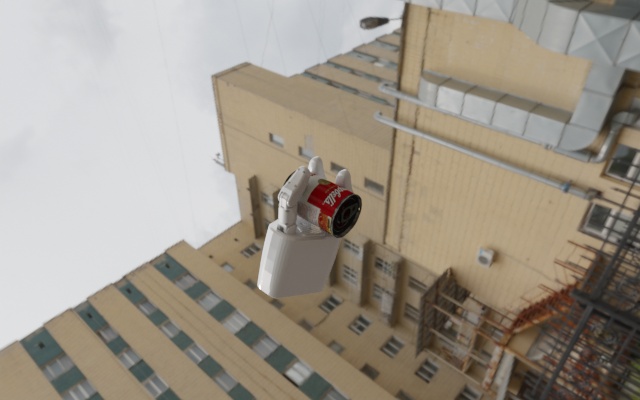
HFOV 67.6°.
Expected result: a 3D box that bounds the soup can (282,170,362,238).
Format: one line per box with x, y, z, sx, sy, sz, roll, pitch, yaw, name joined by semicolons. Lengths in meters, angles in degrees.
0.000;0.002;0.696;0.102;0.068;0.068;28;16;32;soup can
